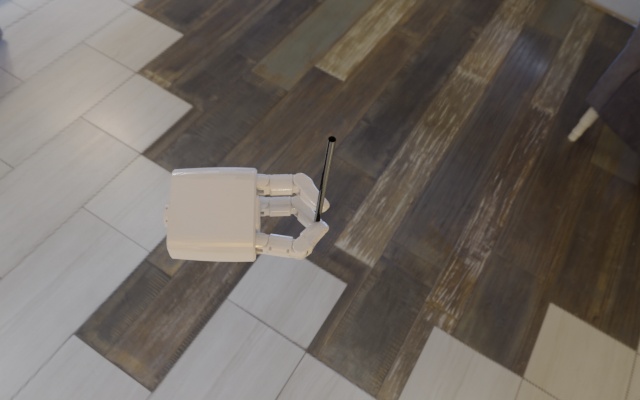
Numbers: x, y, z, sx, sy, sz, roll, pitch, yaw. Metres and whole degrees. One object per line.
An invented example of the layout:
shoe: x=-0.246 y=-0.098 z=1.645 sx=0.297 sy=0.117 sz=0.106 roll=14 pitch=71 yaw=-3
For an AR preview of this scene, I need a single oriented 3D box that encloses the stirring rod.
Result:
stirring rod: x=0.000 y=0.002 z=0.579 sx=0.011 sy=0.011 sz=0.240 roll=0 pitch=-32 yaw=-6
